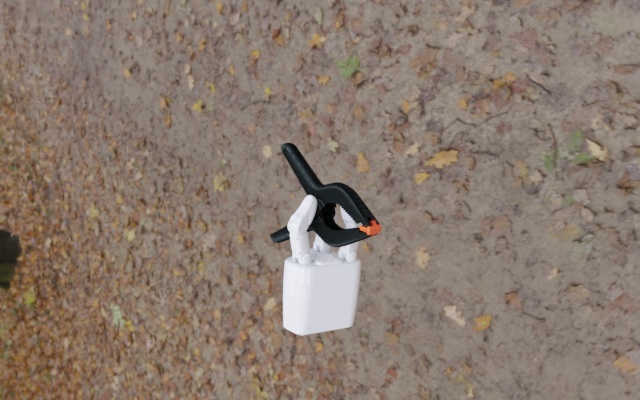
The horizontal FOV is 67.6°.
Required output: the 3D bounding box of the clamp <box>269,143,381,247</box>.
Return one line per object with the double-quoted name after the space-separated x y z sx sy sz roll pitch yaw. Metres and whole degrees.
0.000 0.003 0.710 0.210 0.164 0.036 12 14 42 "clamp"
